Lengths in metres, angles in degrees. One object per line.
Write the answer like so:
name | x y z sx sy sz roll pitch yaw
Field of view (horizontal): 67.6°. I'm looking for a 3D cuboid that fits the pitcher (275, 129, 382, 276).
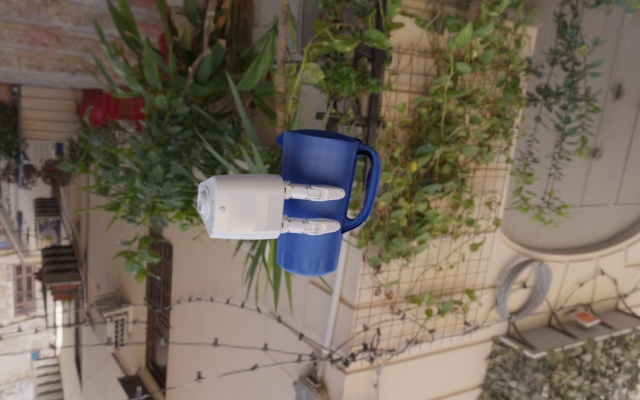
pitcher | 0.000 0.003 0.819 0.145 0.243 0.149 0 13 -29
